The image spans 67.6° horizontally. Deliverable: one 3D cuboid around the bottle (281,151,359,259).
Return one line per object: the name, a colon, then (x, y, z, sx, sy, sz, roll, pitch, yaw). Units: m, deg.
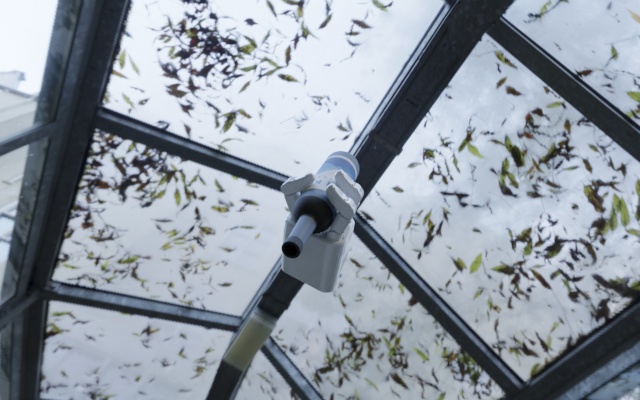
bottle: (0.000, 0.002, 0.772, 0.069, 0.069, 0.295, 0, 26, 18)
